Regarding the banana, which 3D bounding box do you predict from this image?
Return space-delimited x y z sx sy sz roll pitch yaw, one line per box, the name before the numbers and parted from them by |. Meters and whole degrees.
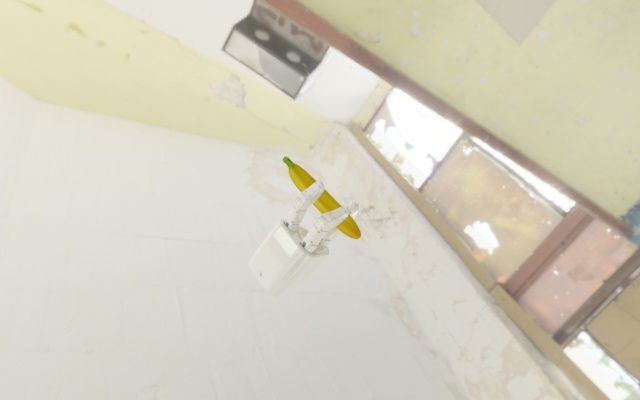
banana | 0.002 0.001 0.870 0.198 0.037 0.069 45 9 10
